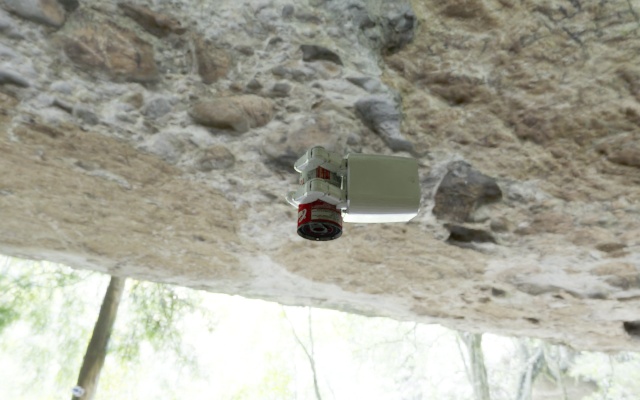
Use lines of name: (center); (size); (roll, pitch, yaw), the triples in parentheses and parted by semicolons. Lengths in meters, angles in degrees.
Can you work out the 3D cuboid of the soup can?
soup can: (0.000, 0.002, 0.726); (0.068, 0.102, 0.068); (1, -27, 1)
